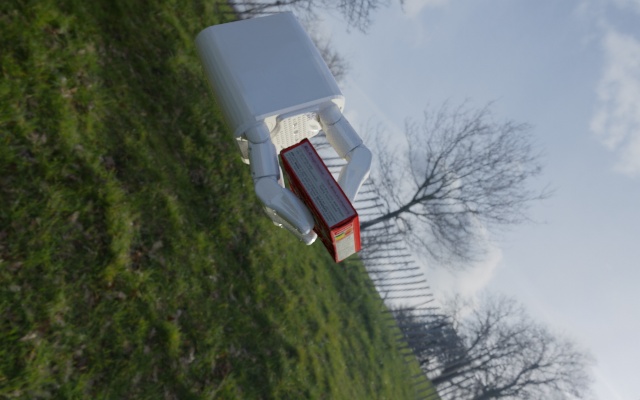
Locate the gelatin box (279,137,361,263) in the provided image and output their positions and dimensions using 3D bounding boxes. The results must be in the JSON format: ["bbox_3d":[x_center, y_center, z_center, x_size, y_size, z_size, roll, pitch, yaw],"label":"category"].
[{"bbox_3d":[0.001,0.001,0.415,0.030,0.089,0.073,-29,-26,-9],"label":"gelatin box"}]
